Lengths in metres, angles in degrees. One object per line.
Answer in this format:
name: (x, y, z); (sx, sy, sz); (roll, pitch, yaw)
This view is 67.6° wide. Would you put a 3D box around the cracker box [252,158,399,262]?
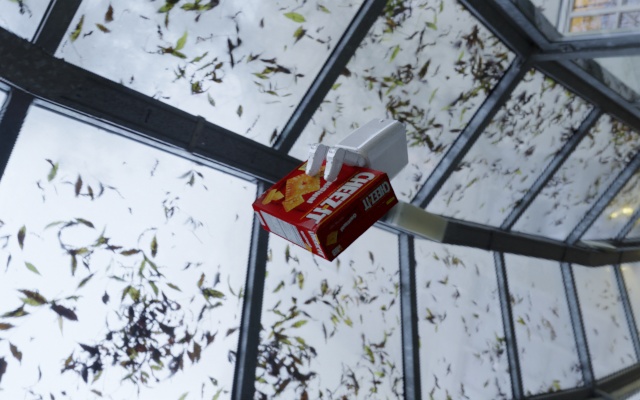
cracker box: (0.000, 0.003, 0.835); (0.164, 0.072, 0.213); (-40, 31, -22)
